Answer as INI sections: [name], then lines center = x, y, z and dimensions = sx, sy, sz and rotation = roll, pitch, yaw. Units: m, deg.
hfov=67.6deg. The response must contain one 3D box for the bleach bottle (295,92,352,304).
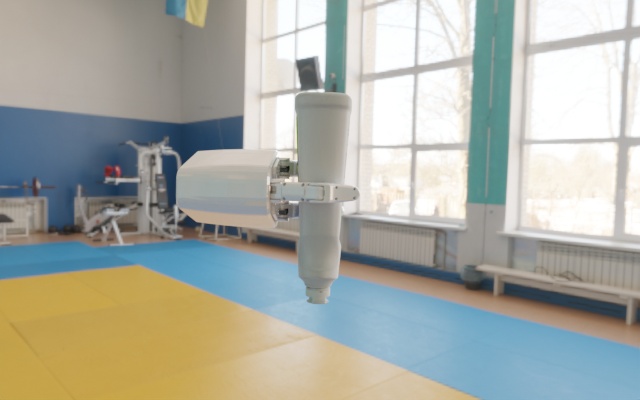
[bleach bottle]
center = 0.000, 0.002, 0.584
dimensions = 0.068, 0.251, 0.102
rotation = 2, 3, 1
